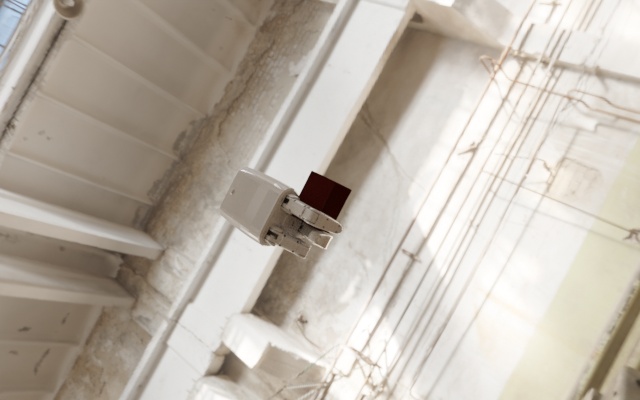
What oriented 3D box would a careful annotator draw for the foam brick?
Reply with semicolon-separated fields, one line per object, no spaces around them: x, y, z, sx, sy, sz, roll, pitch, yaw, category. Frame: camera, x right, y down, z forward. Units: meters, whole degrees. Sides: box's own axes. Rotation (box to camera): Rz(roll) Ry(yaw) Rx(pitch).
0.000;0.002;0.733;0.051;0.078;0.053;28;1;34;foam brick
